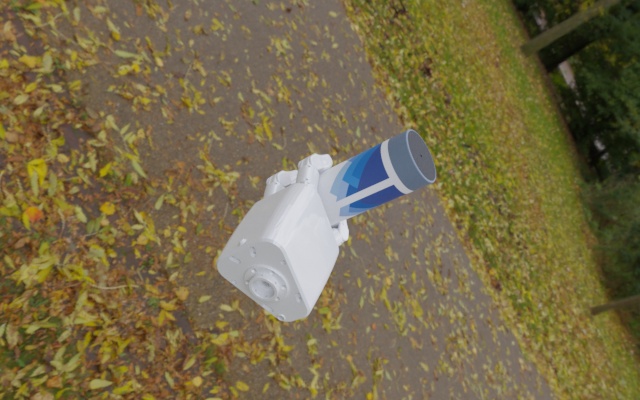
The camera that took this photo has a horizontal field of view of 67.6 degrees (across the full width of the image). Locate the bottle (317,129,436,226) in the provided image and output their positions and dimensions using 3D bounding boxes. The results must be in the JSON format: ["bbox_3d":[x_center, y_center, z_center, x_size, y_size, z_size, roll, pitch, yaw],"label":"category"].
[{"bbox_3d":[0.000,0.002,0.615,0.296,0.069,0.069,-25,-14,31],"label":"bottle"}]
